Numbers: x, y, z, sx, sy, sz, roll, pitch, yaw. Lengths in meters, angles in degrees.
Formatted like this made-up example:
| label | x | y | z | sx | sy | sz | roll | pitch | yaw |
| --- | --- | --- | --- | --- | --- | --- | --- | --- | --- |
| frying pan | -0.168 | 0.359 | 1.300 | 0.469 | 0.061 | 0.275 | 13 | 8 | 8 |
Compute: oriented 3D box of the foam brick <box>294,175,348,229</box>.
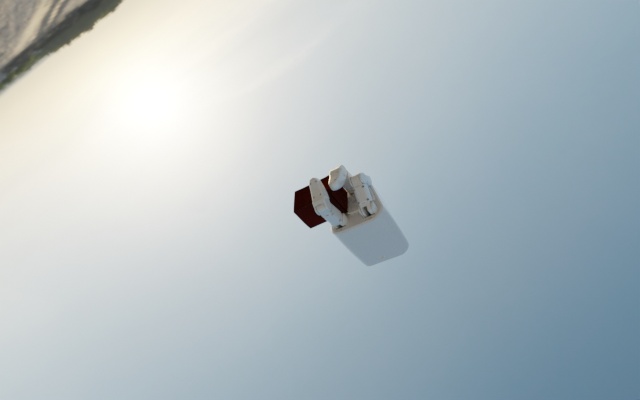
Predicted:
| label | x | y | z | sx | sy | sz | roll | pitch | yaw |
| --- | --- | --- | --- | --- | --- | --- | --- | --- | --- |
| foam brick | 0.000 | 0.003 | 0.809 | 0.078 | 0.053 | 0.051 | -24 | -51 | 25 |
